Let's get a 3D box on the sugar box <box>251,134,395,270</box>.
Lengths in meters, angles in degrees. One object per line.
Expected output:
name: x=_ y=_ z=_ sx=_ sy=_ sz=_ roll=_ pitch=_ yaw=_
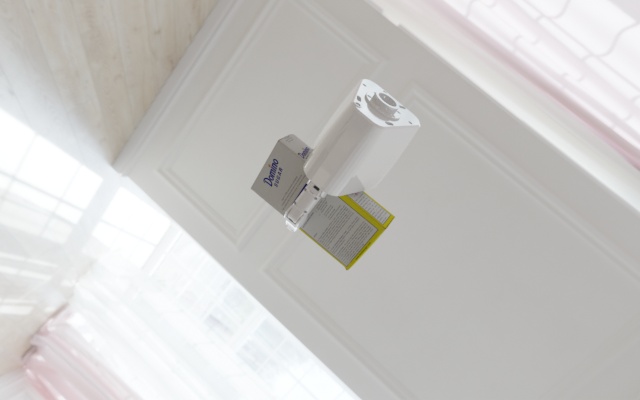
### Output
sugar box: x=0.001 y=0.002 z=0.631 sx=0.176 sy=0.093 sz=0.048 roll=42 pitch=35 yaw=8
